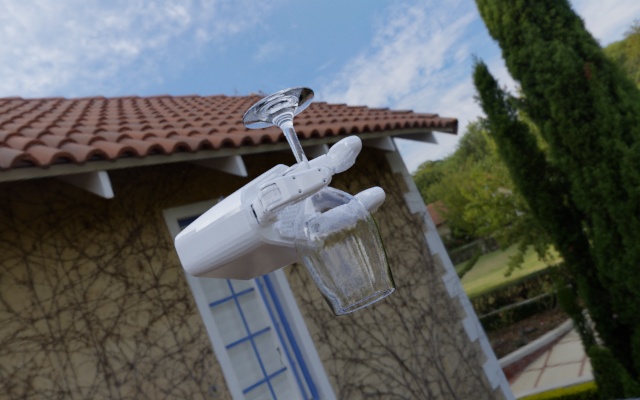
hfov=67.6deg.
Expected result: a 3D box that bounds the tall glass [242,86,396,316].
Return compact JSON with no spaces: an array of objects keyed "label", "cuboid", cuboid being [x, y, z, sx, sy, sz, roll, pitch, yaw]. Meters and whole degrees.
[{"label":"tall glass","cuboid":[0.000,0.001,0.442,0.079,0.201,0.079,-24,-8,-4]}]
